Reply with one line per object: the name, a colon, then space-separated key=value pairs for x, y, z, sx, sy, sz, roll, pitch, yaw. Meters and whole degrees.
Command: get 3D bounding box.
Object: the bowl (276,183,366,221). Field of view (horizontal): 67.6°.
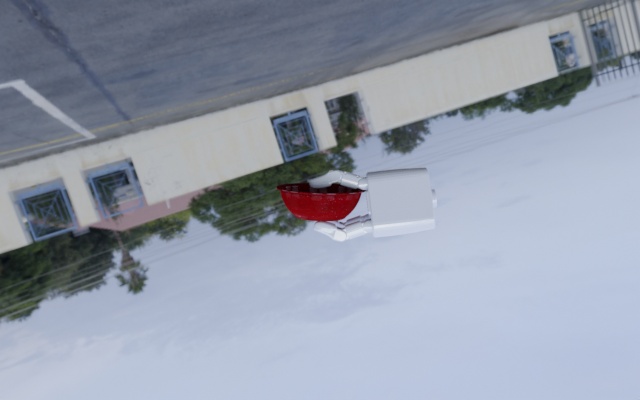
bowl: x=-0.001 y=0.003 z=0.862 sx=0.162 sy=0.055 sz=0.162 roll=2 pitch=8 yaw=0
